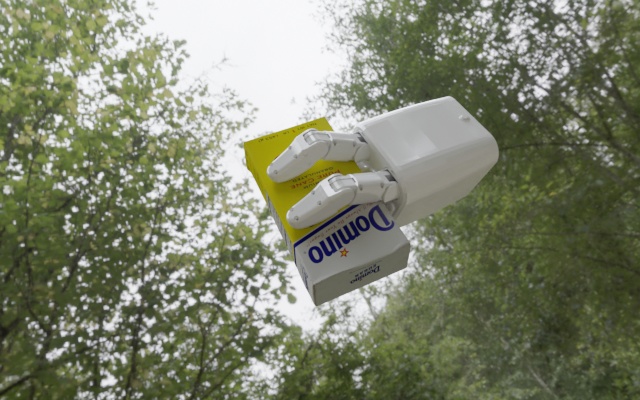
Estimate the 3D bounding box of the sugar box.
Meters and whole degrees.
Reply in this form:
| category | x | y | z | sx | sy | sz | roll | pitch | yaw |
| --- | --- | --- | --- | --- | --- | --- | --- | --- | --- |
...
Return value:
| category | x | y | z | sx | sy | sz | roll | pitch | yaw |
| --- | --- | --- | --- | --- | --- | --- | --- | --- | --- |
| sugar box | 0.000 | 0.001 | 0.448 | 0.093 | 0.176 | 0.048 | -21 | -38 | -14 |
